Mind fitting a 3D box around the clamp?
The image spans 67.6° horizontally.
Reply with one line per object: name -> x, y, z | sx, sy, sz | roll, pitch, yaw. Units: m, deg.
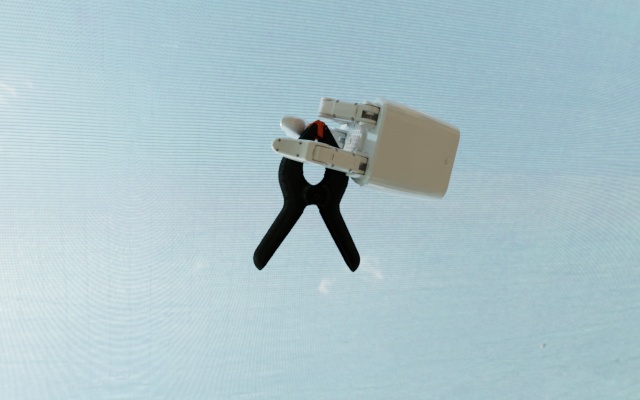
clamp -> 0.000, 0.001, 0.527 | 0.120, 0.171, 0.039 | 12, 2, -23
